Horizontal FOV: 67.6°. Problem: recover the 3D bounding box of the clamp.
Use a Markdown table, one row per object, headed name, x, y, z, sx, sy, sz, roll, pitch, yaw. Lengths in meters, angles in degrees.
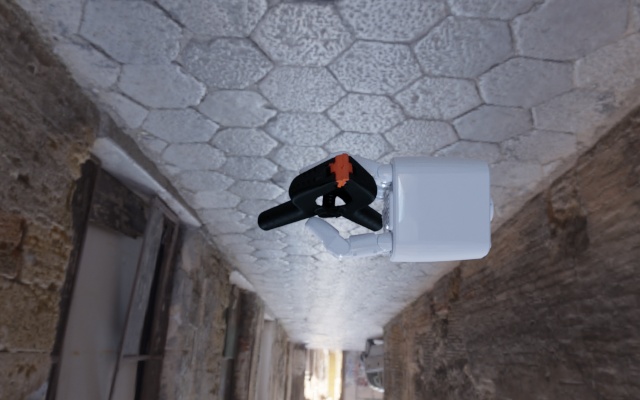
| name | x | y | z | sx | sy | sz | roll | pitch | yaw |
| --- | --- | --- | --- | --- | --- | --- | --- | --- | --- |
| clamp | 0.000 | 0.002 | 0.541 | 0.164 | 0.036 | 0.210 | -2 | -18 | 0 |
